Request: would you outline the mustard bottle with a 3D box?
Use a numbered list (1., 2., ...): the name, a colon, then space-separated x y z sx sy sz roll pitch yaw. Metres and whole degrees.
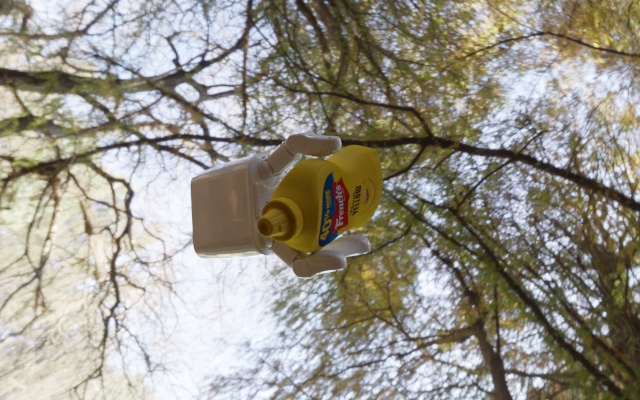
1. mustard bottle: 0.001 0.002 0.501 0.058 0.096 0.191 18 22 28
